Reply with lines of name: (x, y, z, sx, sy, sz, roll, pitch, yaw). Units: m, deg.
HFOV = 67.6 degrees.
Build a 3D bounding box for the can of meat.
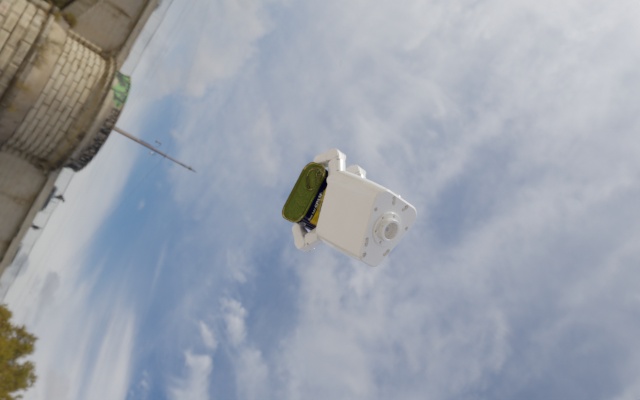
can of meat: (0.000, 0.003, 0.771, 0.084, 0.102, 0.057, 30, -5, -37)
